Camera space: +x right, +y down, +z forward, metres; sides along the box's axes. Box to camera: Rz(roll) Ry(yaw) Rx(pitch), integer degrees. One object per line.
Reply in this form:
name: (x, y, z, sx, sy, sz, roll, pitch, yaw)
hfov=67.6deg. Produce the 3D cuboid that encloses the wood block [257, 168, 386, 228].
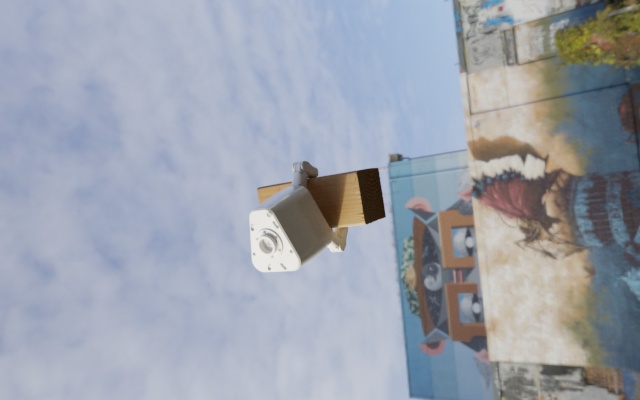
wood block: (0.000, 0.003, 0.852, 0.206, 0.091, 0.090, -7, 3, 31)
